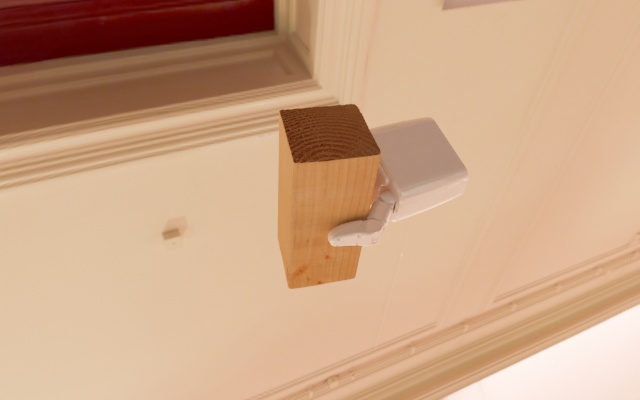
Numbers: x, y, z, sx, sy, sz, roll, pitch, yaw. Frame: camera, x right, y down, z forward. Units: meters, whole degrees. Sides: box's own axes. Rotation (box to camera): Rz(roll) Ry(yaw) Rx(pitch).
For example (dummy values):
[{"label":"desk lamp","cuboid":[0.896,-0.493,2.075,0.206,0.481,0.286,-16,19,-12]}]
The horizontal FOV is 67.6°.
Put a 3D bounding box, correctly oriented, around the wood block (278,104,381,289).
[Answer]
[{"label":"wood block","cuboid":[0.001,0.002,0.557,0.090,0.206,0.090,-7,46,-12]}]
